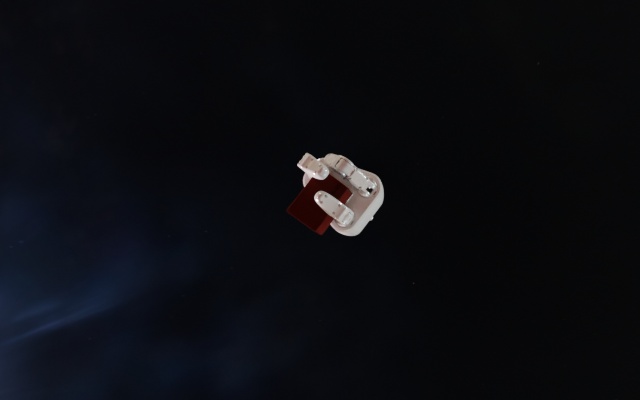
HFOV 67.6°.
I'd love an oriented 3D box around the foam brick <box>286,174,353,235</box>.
[{"bbox_3d":[0.000,0.002,0.670,0.053,0.078,0.051,37,-1,14],"label":"foam brick"}]
